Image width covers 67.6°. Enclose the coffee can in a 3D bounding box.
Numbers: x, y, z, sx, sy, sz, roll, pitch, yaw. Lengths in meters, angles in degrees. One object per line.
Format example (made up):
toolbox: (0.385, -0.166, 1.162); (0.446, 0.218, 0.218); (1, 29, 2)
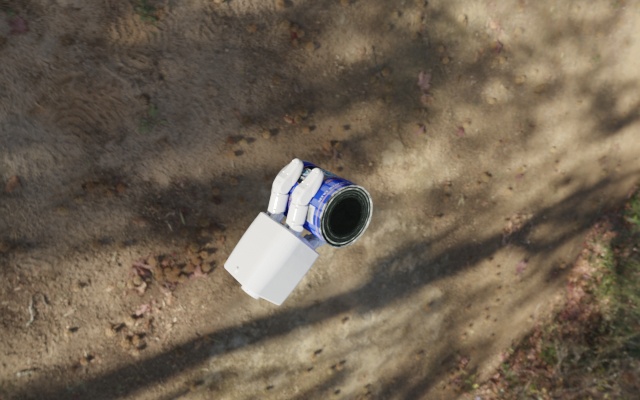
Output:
coffee can: (0.000, 0.002, 0.771); (0.103, 0.103, 0.140); (0, 19, -38)
